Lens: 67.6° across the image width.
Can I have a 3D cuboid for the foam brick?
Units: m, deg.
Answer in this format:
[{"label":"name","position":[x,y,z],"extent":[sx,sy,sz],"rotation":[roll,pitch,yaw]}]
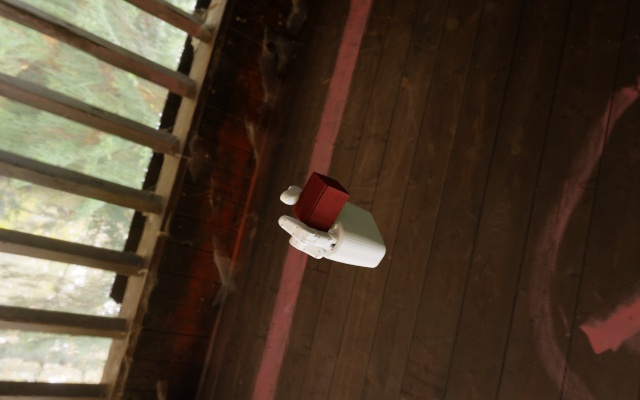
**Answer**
[{"label":"foam brick","position":[0.000,0.002,0.771],"extent":[0.051,0.078,0.053],"rotation":[19,20,-34]}]
